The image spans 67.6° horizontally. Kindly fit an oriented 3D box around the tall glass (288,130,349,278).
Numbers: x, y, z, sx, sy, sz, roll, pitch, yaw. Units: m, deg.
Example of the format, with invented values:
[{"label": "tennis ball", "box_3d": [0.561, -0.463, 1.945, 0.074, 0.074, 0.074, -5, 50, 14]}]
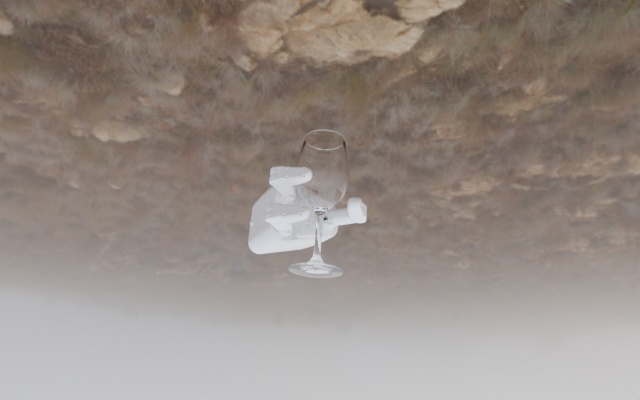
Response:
[{"label": "tall glass", "box_3d": [0.000, 0.003, 0.673, 0.079, 0.201, 0.079, 4, -22, 1]}]
